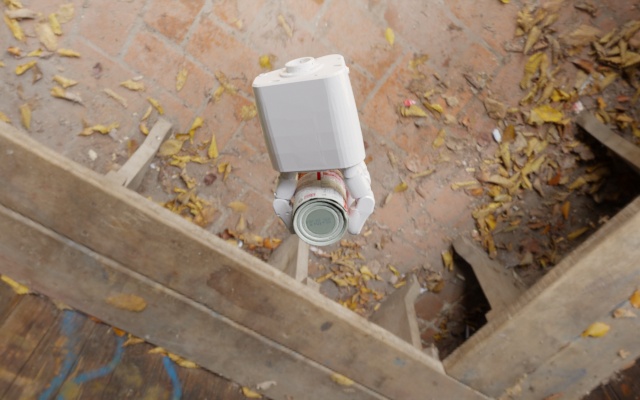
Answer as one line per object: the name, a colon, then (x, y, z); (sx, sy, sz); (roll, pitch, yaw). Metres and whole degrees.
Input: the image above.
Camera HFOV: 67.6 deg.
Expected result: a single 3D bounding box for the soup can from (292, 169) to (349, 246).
soup can: (0.000, 0.003, 0.599); (0.068, 0.068, 0.102); (0, 29, 0)
